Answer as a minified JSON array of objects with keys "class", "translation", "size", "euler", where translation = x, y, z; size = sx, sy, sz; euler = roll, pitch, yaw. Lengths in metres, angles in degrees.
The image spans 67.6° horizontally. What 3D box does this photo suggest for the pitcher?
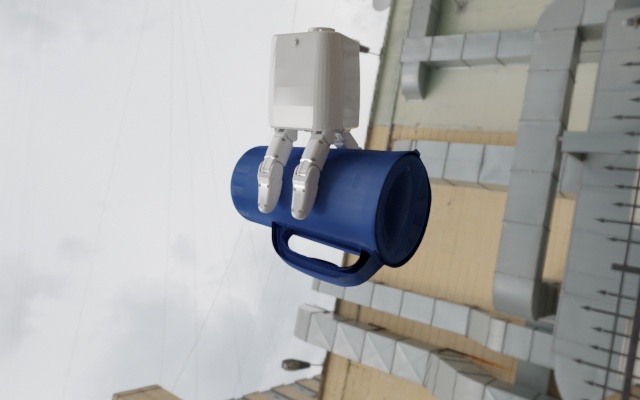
[{"class":"pitcher","translation":[0.000,0.002,0.594],"size":[0.243,0.145,0.149],"euler":[10,16,36]}]
